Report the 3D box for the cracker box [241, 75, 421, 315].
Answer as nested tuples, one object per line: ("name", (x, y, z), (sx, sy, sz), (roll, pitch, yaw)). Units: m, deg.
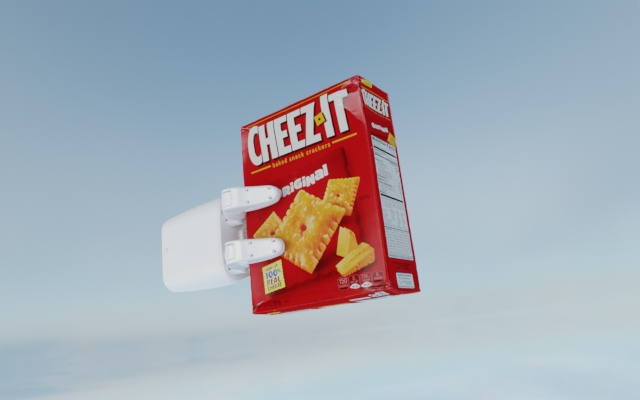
("cracker box", (0.000, 0.002, 0.498), (0.164, 0.213, 0.072), (-17, -18, 32))
